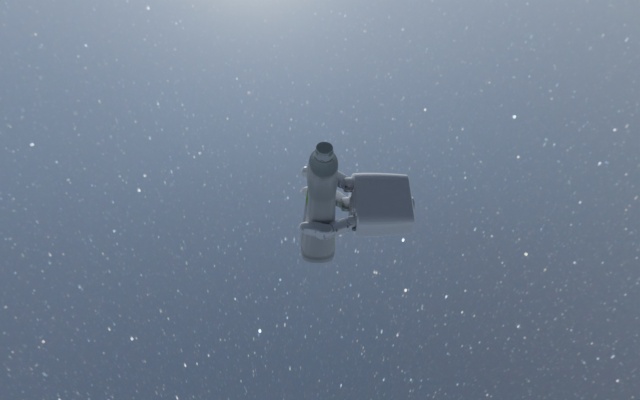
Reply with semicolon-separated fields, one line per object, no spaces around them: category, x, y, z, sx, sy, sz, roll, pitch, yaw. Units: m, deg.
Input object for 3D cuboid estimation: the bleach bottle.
bleach bottle;0.000;0.003;0.867;0.068;0.102;0.251;0;-41;-4
